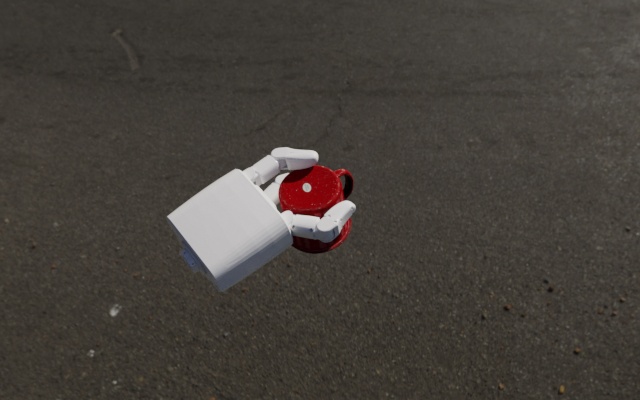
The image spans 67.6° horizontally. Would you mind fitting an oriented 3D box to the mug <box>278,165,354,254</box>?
[{"bbox_3d":[0.001,0.001,0.629,0.117,0.082,0.093,-37,54,-21],"label":"mug"}]
